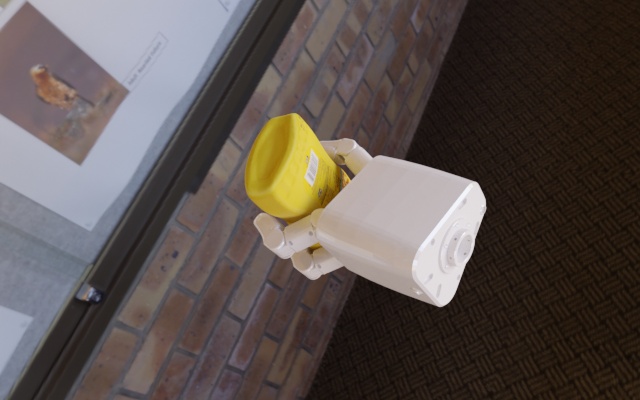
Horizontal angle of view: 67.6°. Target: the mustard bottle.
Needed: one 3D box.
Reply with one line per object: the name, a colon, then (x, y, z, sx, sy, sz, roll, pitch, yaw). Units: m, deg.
mustard bottle: (0.000, 0.002, 0.511, 0.058, 0.096, 0.192, -8, -34, 30)
